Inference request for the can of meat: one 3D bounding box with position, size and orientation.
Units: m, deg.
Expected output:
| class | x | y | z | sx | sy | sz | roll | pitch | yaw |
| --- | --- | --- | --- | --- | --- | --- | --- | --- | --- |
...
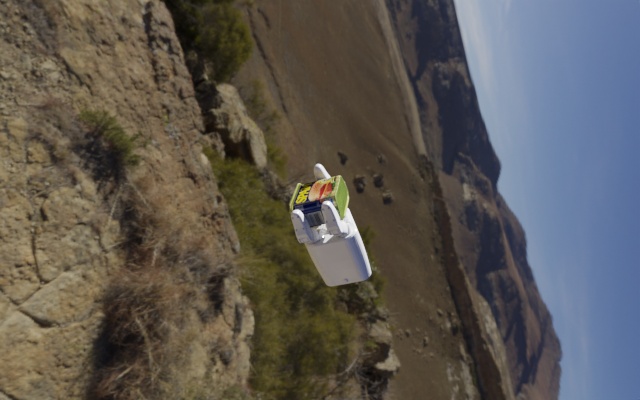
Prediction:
| class | x | y | z | sx | sy | sz | roll | pitch | yaw |
| --- | --- | --- | --- | --- | --- | --- | --- | --- | --- |
| can of meat | 0.000 | 0.003 | 0.840 | 0.084 | 0.057 | 0.102 | -13 | 27 | 17 |
